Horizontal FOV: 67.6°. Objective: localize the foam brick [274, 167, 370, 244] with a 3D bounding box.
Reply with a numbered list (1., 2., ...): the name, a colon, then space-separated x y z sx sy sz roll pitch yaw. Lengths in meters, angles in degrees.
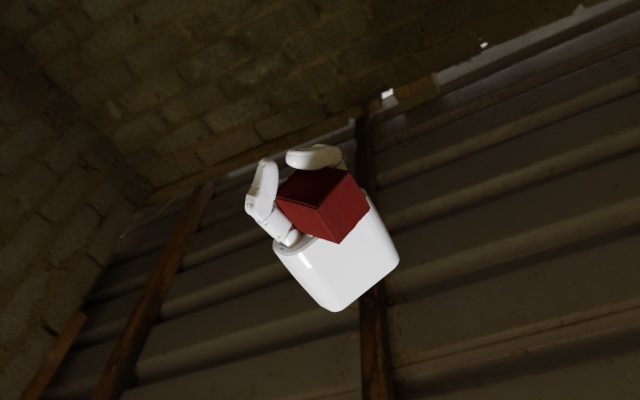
1. foam brick: 0.000 0.002 0.477 0.053 0.051 0.078 -46 33 -22
